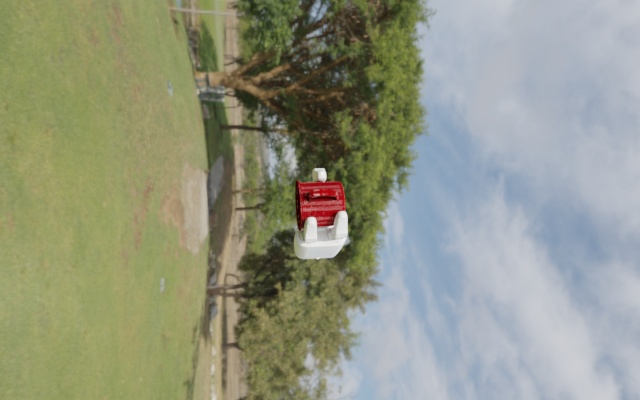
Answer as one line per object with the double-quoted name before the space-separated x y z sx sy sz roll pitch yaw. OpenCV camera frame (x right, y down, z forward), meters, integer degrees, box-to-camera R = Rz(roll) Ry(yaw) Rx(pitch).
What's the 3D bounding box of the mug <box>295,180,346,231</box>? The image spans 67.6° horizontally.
"mug" 0.000 0.002 0.858 0.081 0.093 0.117 -3 -20 -8
